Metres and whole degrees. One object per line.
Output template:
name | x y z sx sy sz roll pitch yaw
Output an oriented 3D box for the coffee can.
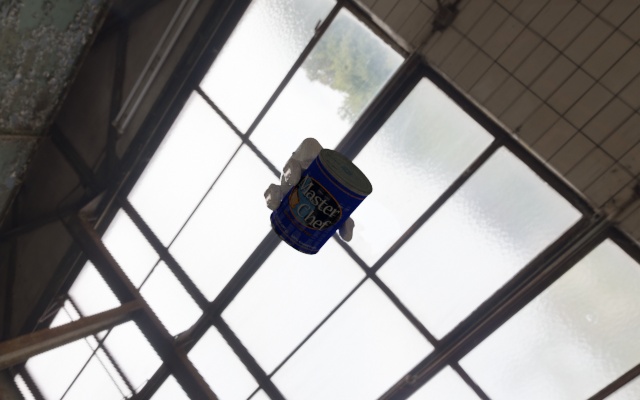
coffee can | 0.000 0.002 0.757 0.103 0.140 0.102 33 23 -16
